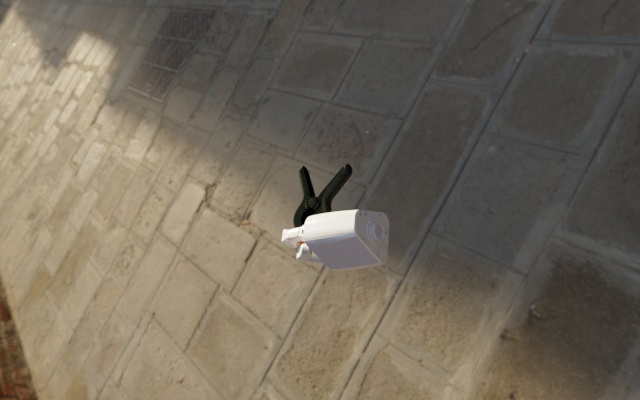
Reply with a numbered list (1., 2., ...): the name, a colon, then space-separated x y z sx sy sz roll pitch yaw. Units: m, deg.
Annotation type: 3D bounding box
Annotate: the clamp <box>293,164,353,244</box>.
1. clamp: 0.000 0.003 0.897 0.120 0.171 0.039 -12 -28 37
